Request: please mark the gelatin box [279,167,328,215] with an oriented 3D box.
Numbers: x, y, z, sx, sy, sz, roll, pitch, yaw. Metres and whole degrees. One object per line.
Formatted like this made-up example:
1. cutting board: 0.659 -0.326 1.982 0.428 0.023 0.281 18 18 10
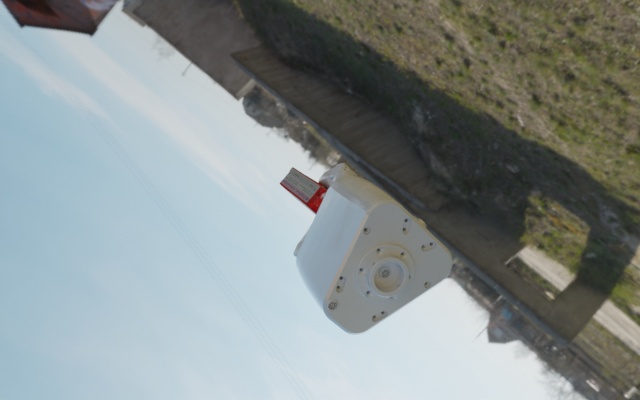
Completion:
1. gelatin box: 0.000 0.002 0.556 0.073 0.030 0.089 41 -3 -31
